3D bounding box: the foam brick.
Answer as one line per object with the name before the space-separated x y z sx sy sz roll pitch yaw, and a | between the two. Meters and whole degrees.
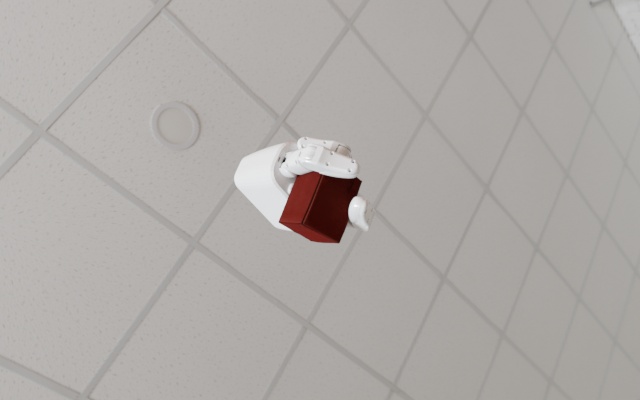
foam brick | 0.000 0.002 0.516 0.053 0.078 0.051 32 -20 -30
